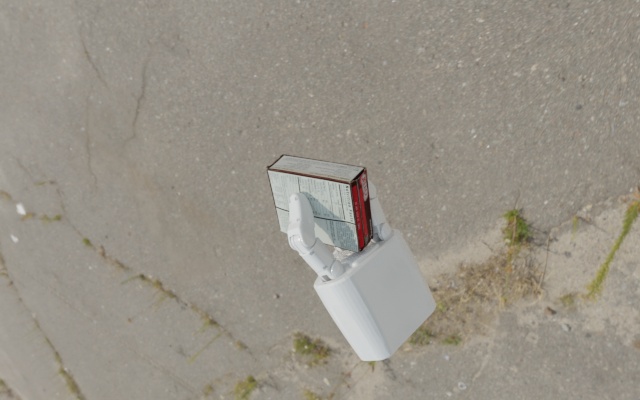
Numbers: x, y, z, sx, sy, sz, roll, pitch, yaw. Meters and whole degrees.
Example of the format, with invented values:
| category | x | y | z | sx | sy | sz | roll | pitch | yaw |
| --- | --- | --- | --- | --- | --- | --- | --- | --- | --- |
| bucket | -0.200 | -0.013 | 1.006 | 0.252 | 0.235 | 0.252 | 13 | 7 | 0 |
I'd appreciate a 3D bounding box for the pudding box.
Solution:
| category | x | y | z | sx | sy | sz | roll | pitch | yaw |
| --- | --- | --- | --- | --- | --- | --- | --- | --- | --- |
| pudding box | 0.000 | 0.002 | 0.528 | 0.113 | 0.090 | 0.039 | 11 | 36 | 30 |
